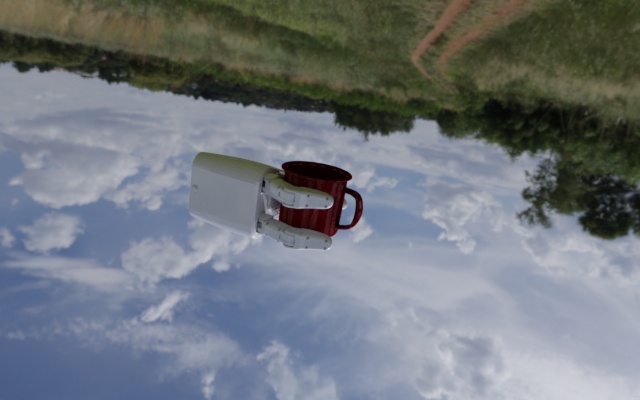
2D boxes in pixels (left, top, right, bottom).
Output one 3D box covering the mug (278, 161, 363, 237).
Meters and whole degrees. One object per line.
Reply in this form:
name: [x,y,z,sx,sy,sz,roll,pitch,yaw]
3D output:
mug: [0.001,0.003,0.622,0.117,0.081,0.093,16,18,21]
